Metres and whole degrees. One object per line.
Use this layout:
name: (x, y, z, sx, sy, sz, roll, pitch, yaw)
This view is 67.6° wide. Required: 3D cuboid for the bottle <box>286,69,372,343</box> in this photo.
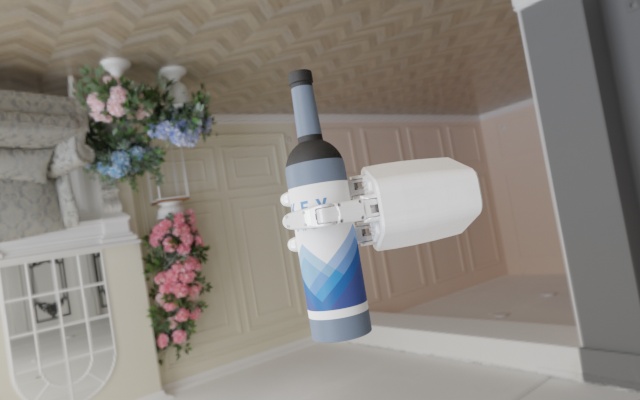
bottle: (0.000, 0.002, 0.530, 0.069, 0.295, 0.069, -9, -2, 0)
